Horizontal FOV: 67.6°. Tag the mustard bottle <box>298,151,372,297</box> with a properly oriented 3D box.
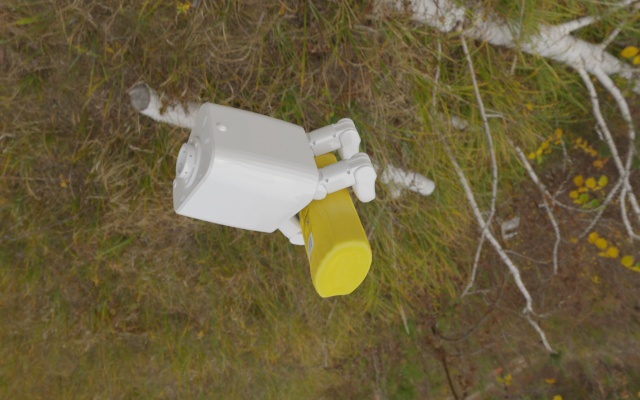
[{"bbox_3d":[0.000,0.002,0.525,0.058,0.191,0.096,-6,-41,-13],"label":"mustard bottle"}]
